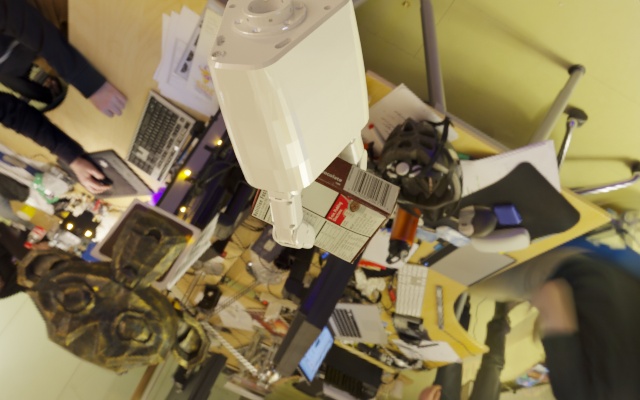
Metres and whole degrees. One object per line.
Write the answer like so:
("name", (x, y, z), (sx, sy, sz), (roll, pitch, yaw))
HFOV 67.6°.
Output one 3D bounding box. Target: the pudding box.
("pudding box", (0.000, 0.001, 0.429), (0.113, 0.039, 0.090), (27, -39, -2))
